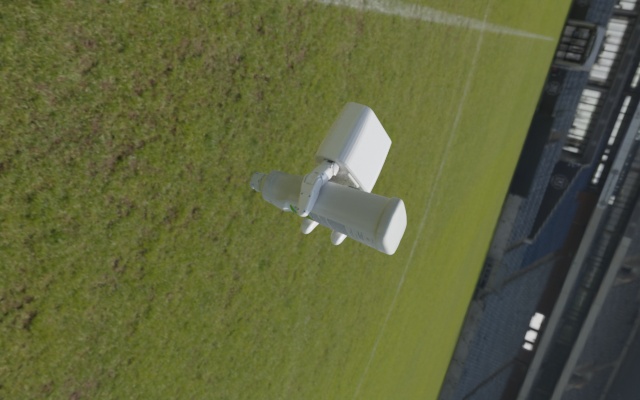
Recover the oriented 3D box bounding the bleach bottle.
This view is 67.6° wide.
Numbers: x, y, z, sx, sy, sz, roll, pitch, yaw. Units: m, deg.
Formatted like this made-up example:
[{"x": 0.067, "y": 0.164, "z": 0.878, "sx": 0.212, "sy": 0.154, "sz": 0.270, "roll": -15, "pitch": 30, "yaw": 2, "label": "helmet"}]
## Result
[{"x": 0.000, "y": 0.002, "z": 0.721, "sx": 0.251, "sy": 0.068, "sz": 0.103, "roll": 20, "pitch": -18, "yaw": 23, "label": "bleach bottle"}]
